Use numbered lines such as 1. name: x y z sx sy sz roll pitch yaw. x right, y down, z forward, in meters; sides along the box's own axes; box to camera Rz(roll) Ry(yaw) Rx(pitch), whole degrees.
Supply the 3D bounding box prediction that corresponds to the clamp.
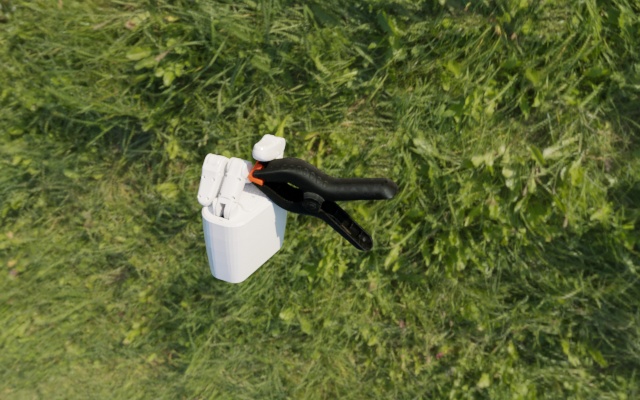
1. clamp: 0.000 0.002 0.560 0.171 0.120 0.039 17 44 13
